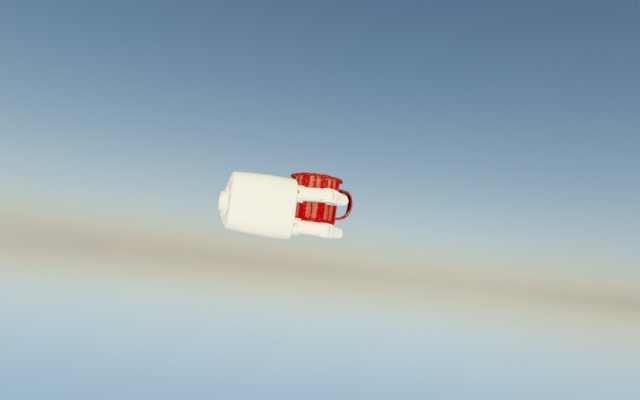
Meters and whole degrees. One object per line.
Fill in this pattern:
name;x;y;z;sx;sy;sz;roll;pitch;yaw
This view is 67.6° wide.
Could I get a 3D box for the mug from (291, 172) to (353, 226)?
mug;0.001;0.003;0.838;0.117;0.081;0.093;10;-9;-18
